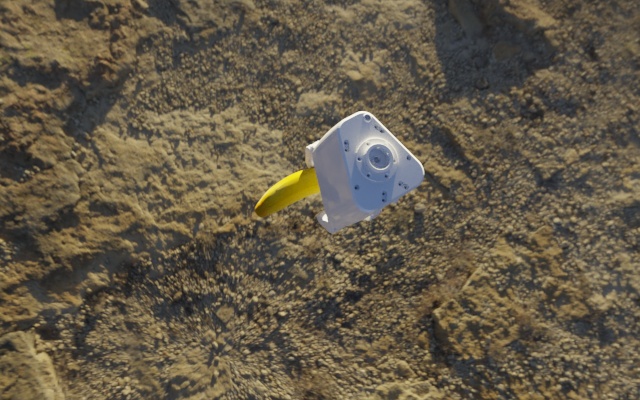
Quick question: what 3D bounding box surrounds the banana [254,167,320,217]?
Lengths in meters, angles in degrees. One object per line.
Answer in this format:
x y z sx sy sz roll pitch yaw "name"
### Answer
0.002 -0.017 0.688 0.198 0.069 0.037 -3 0 -16 "banana"
